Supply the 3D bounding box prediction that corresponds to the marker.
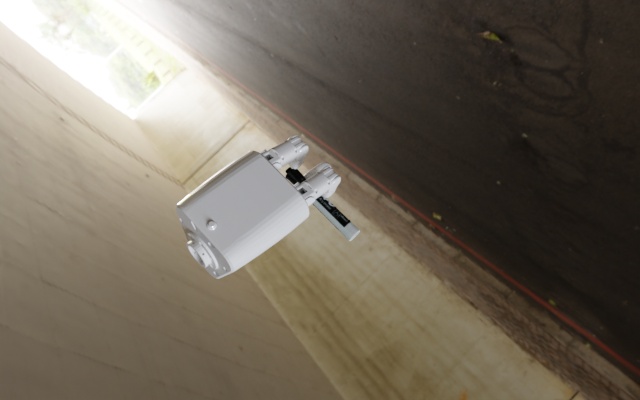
[{"bbox_3d":[0.000,0.002,0.594,0.121,0.020,0.020,45,12,12],"label":"marker"}]
